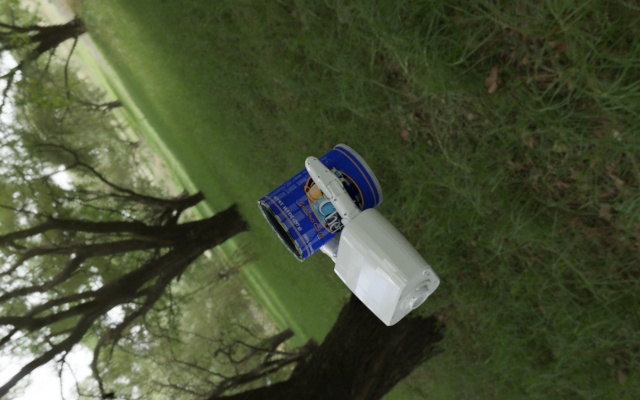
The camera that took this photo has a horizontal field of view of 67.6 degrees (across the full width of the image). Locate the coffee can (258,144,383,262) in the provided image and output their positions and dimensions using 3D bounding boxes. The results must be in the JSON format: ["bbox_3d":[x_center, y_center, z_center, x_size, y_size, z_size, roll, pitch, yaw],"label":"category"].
[{"bbox_3d":[0.000,0.002,0.657,0.140,0.103,0.103,-36,9,-13],"label":"coffee can"}]
